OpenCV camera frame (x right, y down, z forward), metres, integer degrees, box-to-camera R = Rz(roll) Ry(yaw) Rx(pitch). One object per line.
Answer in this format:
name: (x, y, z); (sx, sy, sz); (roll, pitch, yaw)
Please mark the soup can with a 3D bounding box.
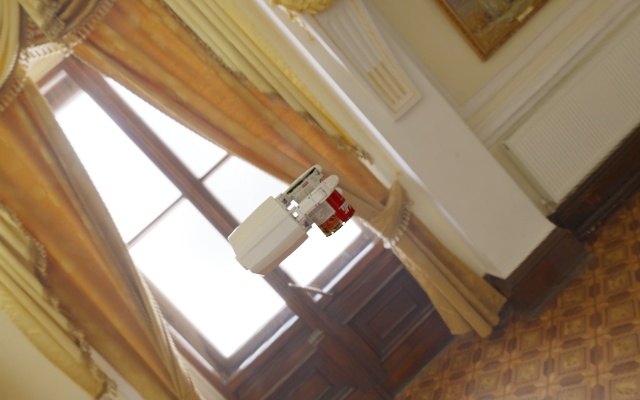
soup can: (0.000, 0.002, 0.800); (0.068, 0.102, 0.068); (-42, 6, 5)
